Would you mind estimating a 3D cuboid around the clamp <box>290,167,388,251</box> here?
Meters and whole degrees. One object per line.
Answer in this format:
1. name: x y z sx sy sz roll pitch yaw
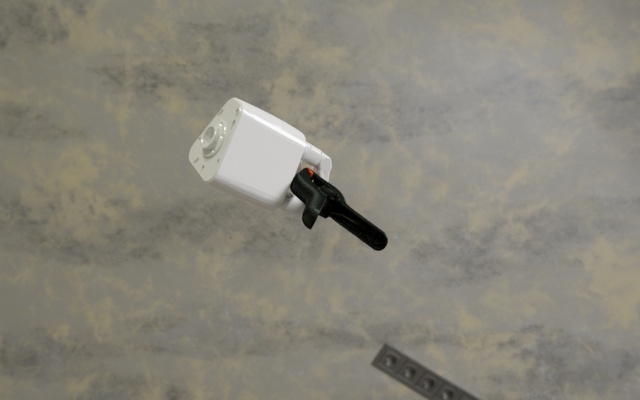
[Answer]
1. clamp: 0.000 0.001 0.606 0.120 0.039 0.171 24 13 -41
